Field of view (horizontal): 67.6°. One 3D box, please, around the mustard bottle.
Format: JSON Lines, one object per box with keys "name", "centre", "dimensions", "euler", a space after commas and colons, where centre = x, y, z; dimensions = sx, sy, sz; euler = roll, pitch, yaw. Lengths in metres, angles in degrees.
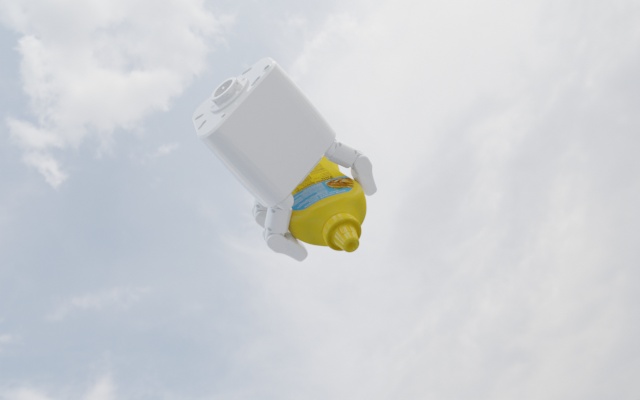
{"name": "mustard bottle", "centre": [0.000, 0.002, 0.558], "dimensions": [0.096, 0.058, 0.191], "euler": [-21, 32, -10]}
